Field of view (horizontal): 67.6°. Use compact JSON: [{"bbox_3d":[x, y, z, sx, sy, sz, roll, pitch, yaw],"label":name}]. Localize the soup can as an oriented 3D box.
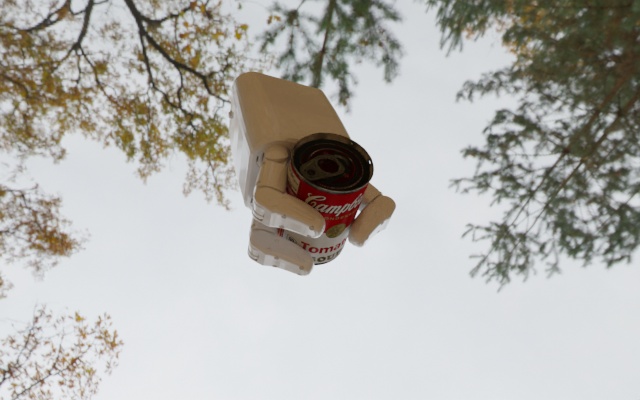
[{"bbox_3d":[0.000,0.002,0.417,0.068,0.068,0.102,0,-41,-15],"label":"soup can"}]
